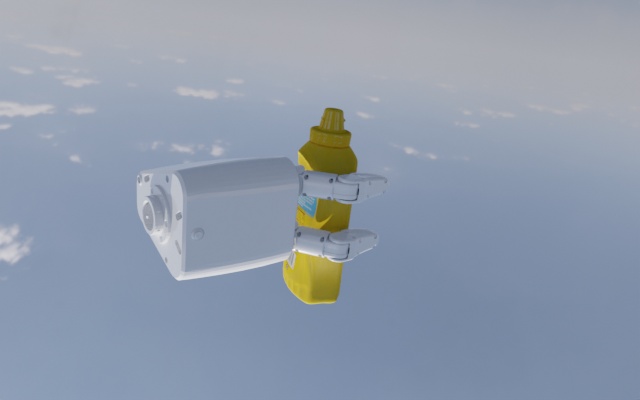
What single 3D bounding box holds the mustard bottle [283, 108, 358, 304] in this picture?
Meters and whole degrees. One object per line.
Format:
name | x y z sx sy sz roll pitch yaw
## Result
mustard bottle | 0.000 0.002 0.490 0.058 0.192 0.096 2 20 -16
